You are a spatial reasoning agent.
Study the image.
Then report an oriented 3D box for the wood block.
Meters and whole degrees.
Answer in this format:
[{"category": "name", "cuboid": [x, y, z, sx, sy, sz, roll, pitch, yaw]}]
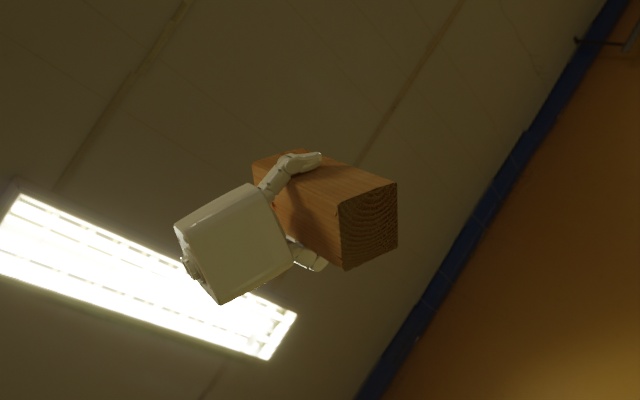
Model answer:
[{"category": "wood block", "cuboid": [0.000, 0.002, 0.633, 0.090, 0.091, 0.206, -20, 27, -30]}]
